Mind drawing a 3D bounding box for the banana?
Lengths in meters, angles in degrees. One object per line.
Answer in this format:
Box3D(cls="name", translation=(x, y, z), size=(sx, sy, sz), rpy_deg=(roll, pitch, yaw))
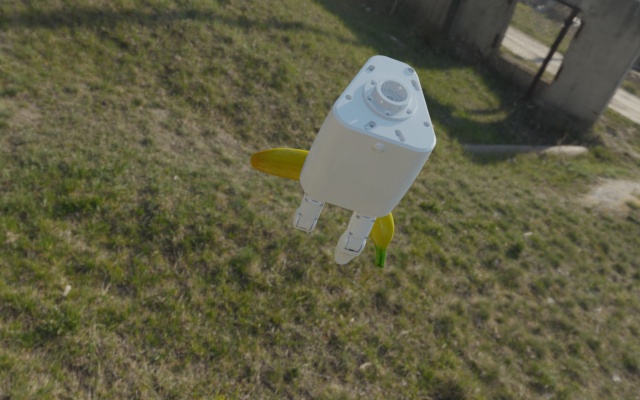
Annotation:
Box3D(cls="banana", translation=(0.014, -0.010, 0.545), size=(0.198, 0.069, 0.037), rpy_deg=(39, -13, 2))
